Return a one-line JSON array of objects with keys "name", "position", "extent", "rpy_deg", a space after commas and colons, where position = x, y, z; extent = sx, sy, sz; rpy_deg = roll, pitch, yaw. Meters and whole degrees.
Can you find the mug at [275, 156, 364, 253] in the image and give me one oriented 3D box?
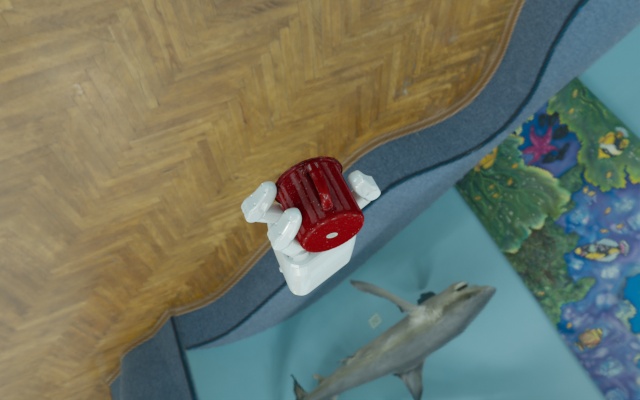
[{"name": "mug", "position": [0.000, 0.001, 0.556], "extent": [0.093, 0.081, 0.117], "rpy_deg": [-20, -30, -12]}]
